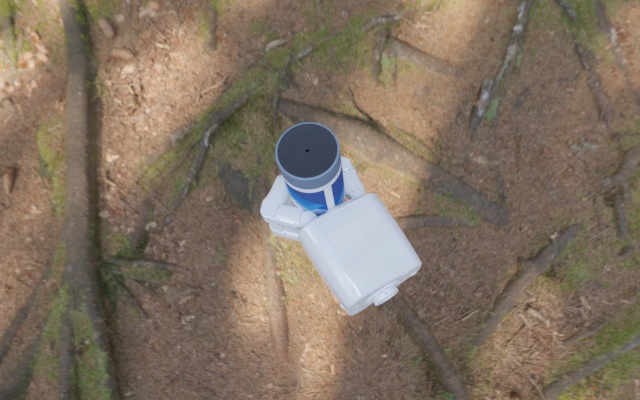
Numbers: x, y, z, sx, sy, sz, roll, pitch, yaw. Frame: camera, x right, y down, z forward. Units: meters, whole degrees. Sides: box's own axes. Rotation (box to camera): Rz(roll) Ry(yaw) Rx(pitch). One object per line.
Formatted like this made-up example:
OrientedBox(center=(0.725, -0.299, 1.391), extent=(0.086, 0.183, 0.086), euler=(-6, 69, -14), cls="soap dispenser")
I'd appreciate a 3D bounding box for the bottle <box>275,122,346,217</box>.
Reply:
OrientedBox(center=(0.000, 0.002, 0.621), extent=(0.069, 0.069, 0.296), euler=(0, -21, 6), cls="bottle")
